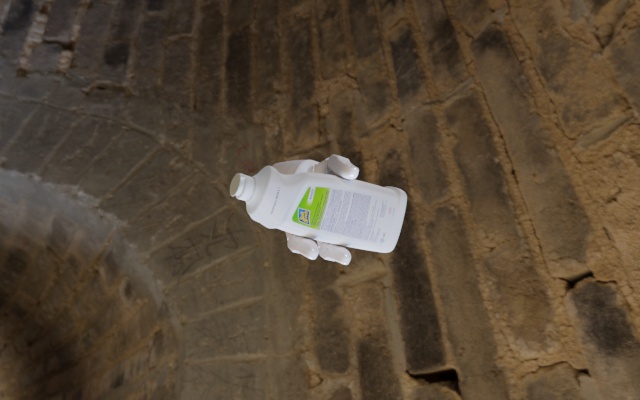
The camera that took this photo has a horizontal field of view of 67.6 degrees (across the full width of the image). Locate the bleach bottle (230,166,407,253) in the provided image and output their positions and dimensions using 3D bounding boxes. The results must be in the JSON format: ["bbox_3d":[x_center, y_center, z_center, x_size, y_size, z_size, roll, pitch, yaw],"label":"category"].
[{"bbox_3d":[0.000,0.002,0.647,0.251,0.102,0.068,16,-5,-32],"label":"bleach bottle"}]
